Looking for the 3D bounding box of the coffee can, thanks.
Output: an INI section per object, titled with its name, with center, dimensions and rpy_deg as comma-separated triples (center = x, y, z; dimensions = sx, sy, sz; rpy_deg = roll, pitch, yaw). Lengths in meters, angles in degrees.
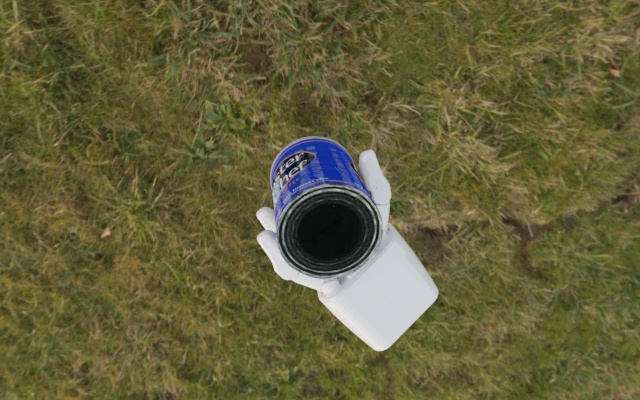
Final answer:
[coffee can]
center = 0.000, 0.001, 0.510
dimensions = 0.103, 0.103, 0.140
rpy_deg = 0, 25, -8
